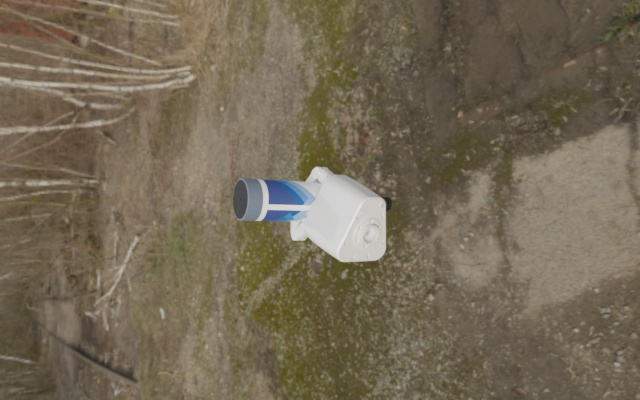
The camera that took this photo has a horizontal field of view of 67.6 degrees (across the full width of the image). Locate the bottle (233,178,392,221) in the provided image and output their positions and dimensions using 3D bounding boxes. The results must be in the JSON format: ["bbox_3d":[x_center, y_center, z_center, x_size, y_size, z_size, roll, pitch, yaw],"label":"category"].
[{"bbox_3d":[0.000,0.003,0.822,0.296,0.069,0.069,2,-1,-31],"label":"bottle"}]
